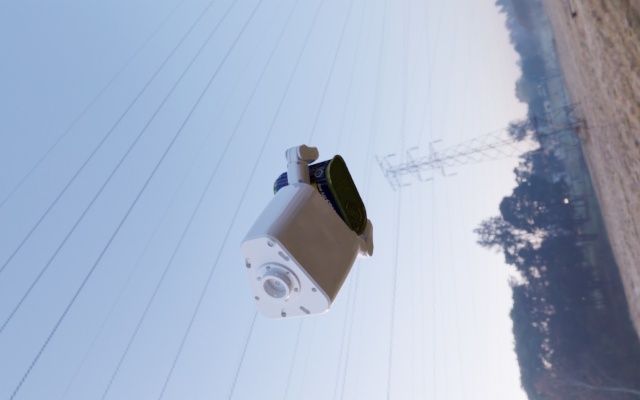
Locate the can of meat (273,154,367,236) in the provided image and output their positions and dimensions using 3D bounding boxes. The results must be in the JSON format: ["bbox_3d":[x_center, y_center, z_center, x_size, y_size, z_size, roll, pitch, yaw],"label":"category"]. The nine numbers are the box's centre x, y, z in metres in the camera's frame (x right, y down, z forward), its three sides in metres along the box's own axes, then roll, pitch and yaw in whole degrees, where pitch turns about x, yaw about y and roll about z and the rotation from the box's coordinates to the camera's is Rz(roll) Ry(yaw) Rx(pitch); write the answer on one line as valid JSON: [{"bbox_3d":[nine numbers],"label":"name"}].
[{"bbox_3d":[0.000,0.002,0.606,0.084,0.102,0.057,-14,26,27],"label":"can of meat"}]
